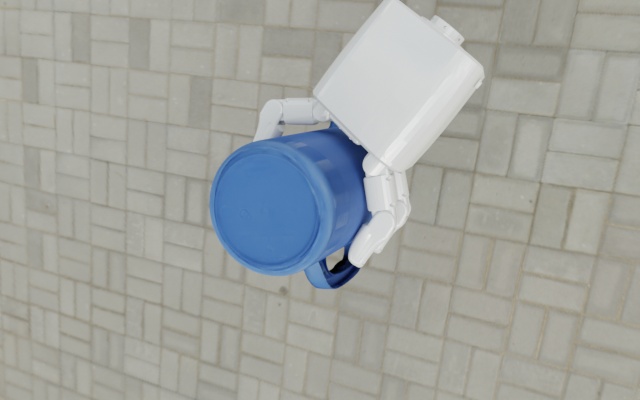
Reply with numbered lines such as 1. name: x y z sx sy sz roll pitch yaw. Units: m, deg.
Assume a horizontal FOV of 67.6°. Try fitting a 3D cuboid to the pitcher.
1. pitcher: 0.000 0.001 0.474 0.149 0.145 0.243 43 20 9
